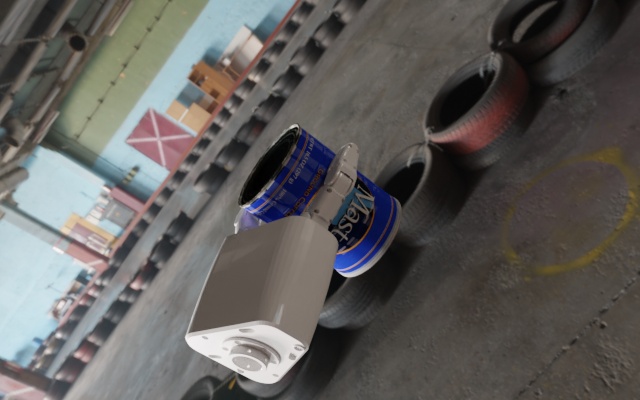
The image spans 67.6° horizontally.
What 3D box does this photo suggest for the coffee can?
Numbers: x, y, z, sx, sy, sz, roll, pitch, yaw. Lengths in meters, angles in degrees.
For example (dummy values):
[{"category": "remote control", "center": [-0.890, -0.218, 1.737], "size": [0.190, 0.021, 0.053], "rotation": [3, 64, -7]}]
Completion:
[{"category": "coffee can", "center": [0.000, 0.002, 0.504], "size": [0.140, 0.103, 0.103], "rotation": [36, -14, -20]}]
